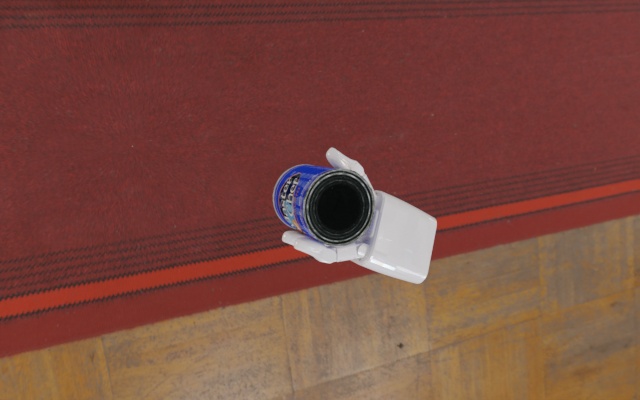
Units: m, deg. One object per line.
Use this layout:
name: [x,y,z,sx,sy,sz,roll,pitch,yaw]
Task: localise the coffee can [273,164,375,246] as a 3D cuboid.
coffee can: [0.000,0.002,0.681,0.103,0.103,0.140,0,6,-22]
